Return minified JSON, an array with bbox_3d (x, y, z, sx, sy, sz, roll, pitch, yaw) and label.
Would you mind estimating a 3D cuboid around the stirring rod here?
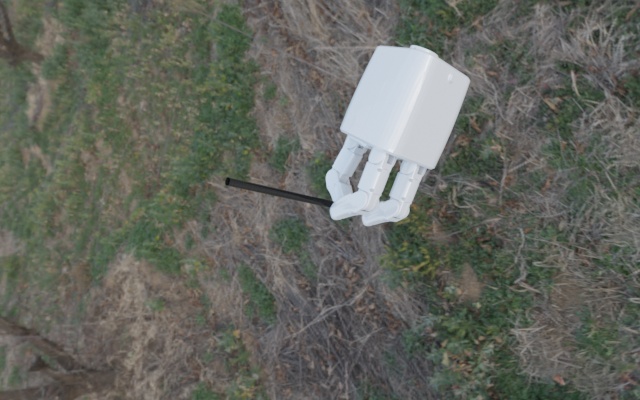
[{"bbox_3d":[0.000,0.002,0.523,0.239,0.011,0.011,13,-9,-43],"label":"stirring rod"}]
